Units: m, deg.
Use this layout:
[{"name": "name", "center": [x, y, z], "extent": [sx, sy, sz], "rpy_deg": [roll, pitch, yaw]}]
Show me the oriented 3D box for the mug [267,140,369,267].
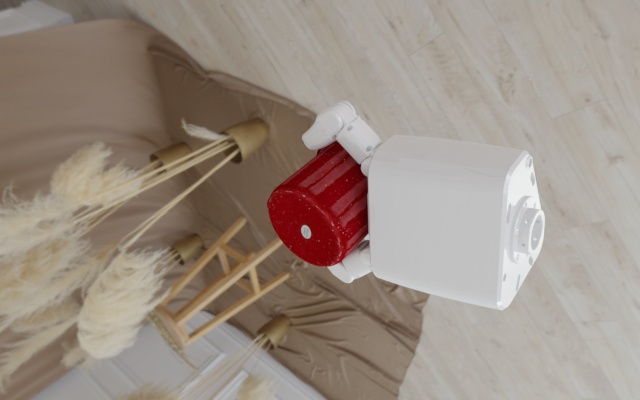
[{"name": "mug", "center": [-0.001, 0.001, 0.422], "extent": [0.117, 0.093, 0.081], "rpy_deg": [11, 39, 39]}]
